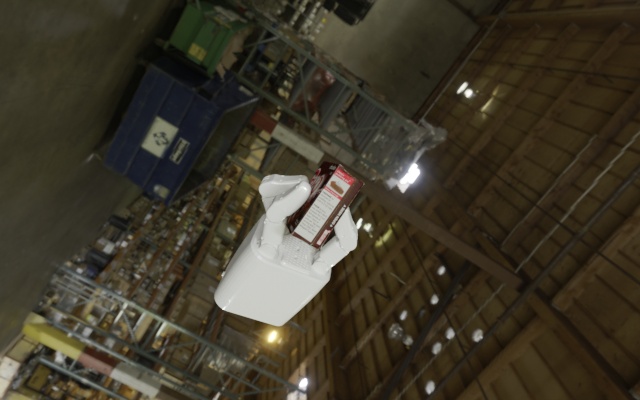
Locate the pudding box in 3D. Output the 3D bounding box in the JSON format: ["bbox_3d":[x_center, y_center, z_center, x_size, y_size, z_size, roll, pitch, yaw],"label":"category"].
[{"bbox_3d":[0.000,0.002,0.544,0.039,0.090,0.113,34,1,-12],"label":"pudding box"}]
